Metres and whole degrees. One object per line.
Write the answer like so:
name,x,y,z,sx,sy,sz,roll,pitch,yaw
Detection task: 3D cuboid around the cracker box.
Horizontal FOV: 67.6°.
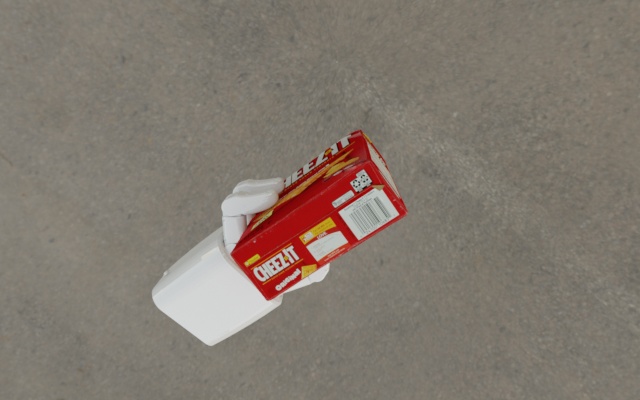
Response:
cracker box,0.000,0.002,0.542,0.164,0.072,0.213,-34,12,11
